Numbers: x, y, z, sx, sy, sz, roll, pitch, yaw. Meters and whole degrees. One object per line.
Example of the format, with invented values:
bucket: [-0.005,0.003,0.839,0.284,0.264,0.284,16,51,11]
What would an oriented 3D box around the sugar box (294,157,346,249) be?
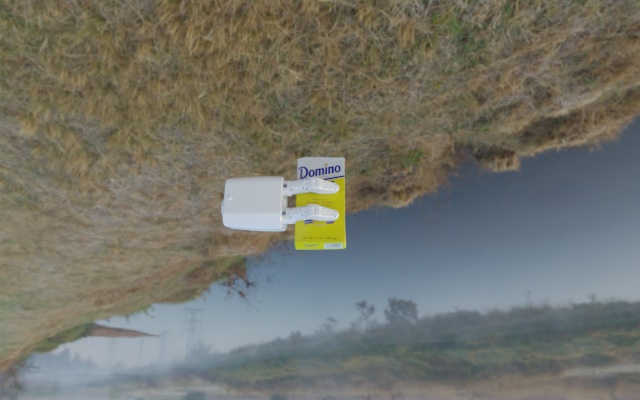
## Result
sugar box: [0.000,0.003,0.894,0.093,0.176,0.048,0,-23,0]
